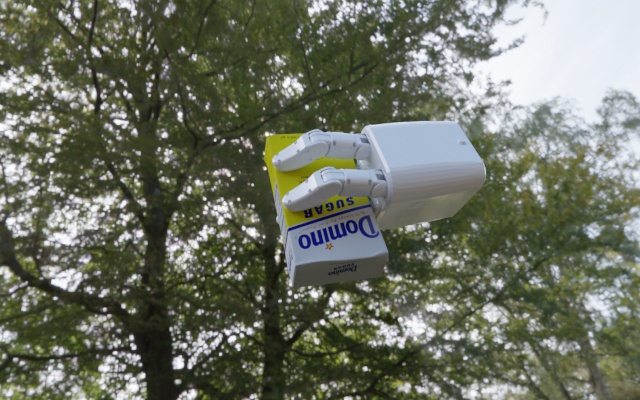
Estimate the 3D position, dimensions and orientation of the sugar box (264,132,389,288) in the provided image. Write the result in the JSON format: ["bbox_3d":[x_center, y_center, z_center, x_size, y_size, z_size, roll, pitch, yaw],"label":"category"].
[{"bbox_3d":[0.000,0.001,0.501,0.093,0.176,0.048,-6,-42,-14],"label":"sugar box"}]
